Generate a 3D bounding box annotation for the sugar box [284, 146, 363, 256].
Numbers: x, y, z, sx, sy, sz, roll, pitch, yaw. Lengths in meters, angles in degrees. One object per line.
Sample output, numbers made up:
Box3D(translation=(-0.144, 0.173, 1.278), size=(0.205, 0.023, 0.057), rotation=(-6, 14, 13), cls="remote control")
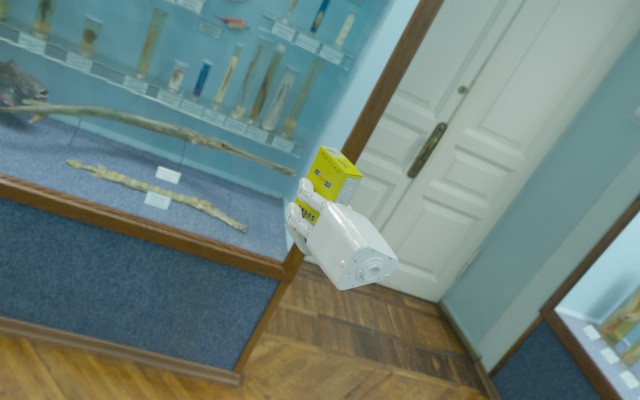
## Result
Box3D(translation=(0.000, 0.003, 0.839), size=(0.048, 0.176, 0.093), rotation=(8, 30, -38), cls="sugar box")
